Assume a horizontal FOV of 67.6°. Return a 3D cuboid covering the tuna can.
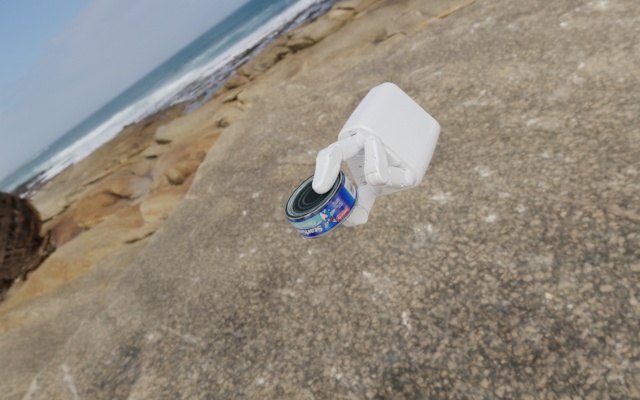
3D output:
[{"bbox_3d":[0.000,0.001,0.561,0.086,0.086,0.034,0,-43,51],"label":"tuna can"}]
